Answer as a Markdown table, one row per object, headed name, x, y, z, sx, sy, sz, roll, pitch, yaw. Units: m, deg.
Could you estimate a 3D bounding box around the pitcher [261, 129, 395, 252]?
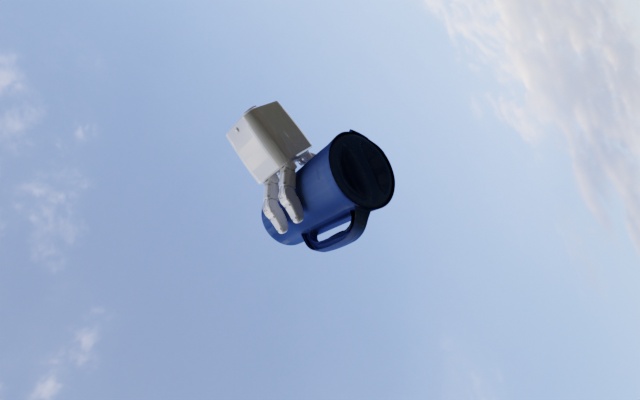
| name | x | y | z | sx | sy | sz | roll | pitch | yaw |
| --- | --- | --- | --- | --- | --- | --- | --- | --- | --- |
| pitcher | 0.000 | 0.002 | 0.814 | 0.243 | 0.145 | 0.149 | -33 | 6 | 47 |
